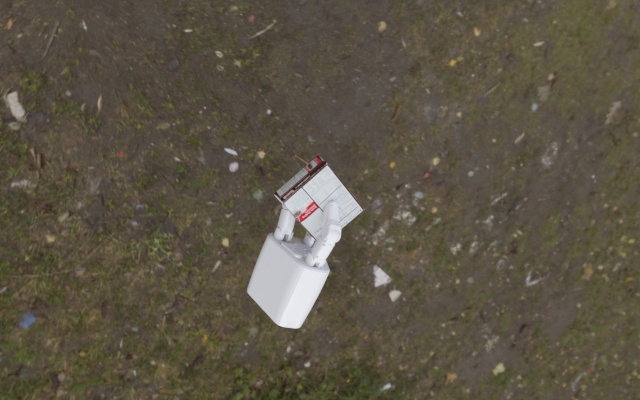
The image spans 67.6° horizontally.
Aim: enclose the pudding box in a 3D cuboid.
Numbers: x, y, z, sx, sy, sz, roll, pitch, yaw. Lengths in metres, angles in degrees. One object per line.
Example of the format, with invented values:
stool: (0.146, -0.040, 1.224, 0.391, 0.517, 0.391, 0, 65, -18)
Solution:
pudding box: (0.000, 0.002, 0.719, 0.113, 0.090, 0.039, 50, -2, -36)
